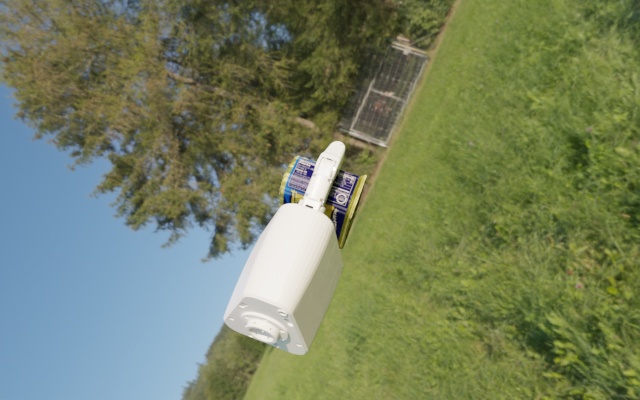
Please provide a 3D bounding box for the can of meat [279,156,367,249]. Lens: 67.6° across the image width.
[{"bbox_3d":[0.000,0.002,0.550,0.084,0.057,0.102,19,-32,6],"label":"can of meat"}]
